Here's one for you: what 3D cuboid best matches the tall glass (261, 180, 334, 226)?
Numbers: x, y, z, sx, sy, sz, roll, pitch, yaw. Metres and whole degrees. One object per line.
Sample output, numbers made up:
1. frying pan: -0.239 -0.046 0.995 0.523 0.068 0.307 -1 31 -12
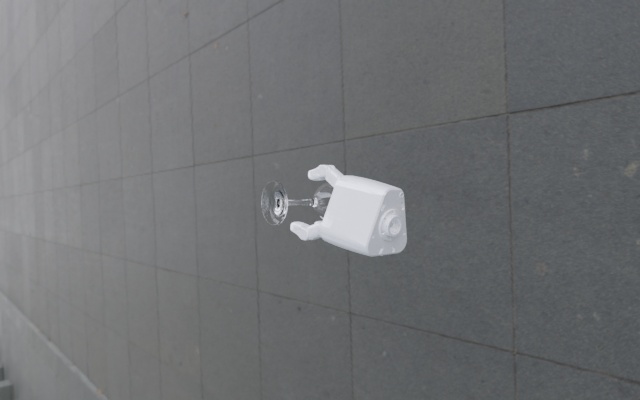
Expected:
1. tall glass: 0.000 0.003 0.844 0.201 0.079 0.079 -1 1 -40
